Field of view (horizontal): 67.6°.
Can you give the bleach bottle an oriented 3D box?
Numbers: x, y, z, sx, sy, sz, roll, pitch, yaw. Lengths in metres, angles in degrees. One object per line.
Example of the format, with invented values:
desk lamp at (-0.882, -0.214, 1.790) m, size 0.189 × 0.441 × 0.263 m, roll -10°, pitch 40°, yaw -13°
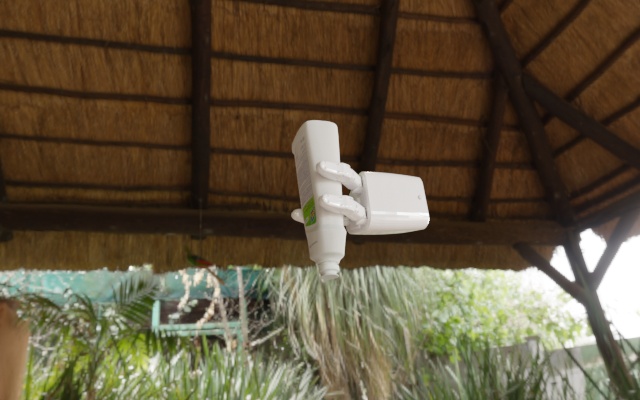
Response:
bleach bottle at (0.000, 0.002, 0.759) m, size 0.068 × 0.250 × 0.103 m, roll 2°, pitch -25°, yaw -16°
